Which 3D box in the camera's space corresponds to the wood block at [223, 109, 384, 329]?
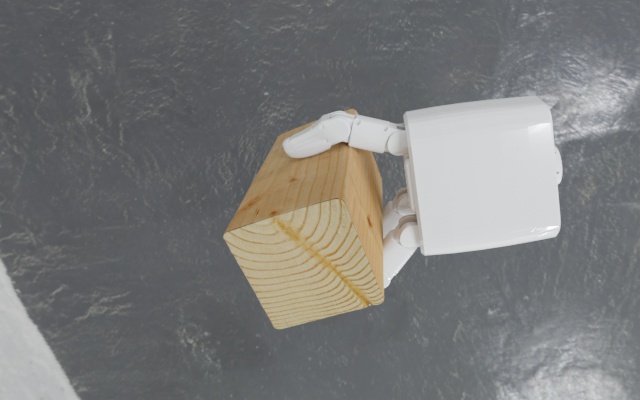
[{"bbox_3d":[0.000,0.001,0.421,0.090,0.091,0.206,-17,23,15],"label":"wood block"}]
